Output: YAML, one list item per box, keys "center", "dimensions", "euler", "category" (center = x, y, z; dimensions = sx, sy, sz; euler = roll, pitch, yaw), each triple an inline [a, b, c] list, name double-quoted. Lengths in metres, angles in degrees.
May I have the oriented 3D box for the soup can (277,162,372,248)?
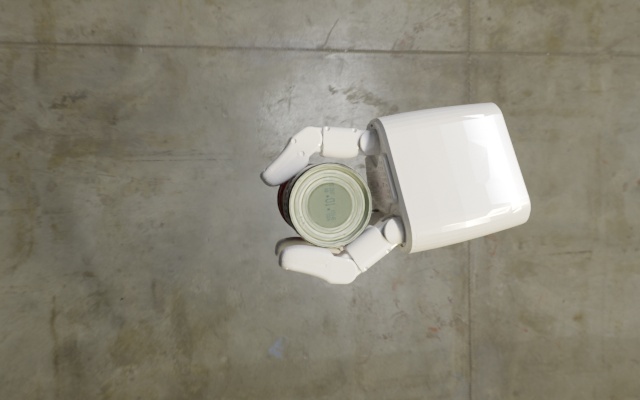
- center: [0.000, 0.001, 0.411]
  dimensions: [0.068, 0.068, 0.102]
  euler: [0, 3, -9]
  category: "soup can"
